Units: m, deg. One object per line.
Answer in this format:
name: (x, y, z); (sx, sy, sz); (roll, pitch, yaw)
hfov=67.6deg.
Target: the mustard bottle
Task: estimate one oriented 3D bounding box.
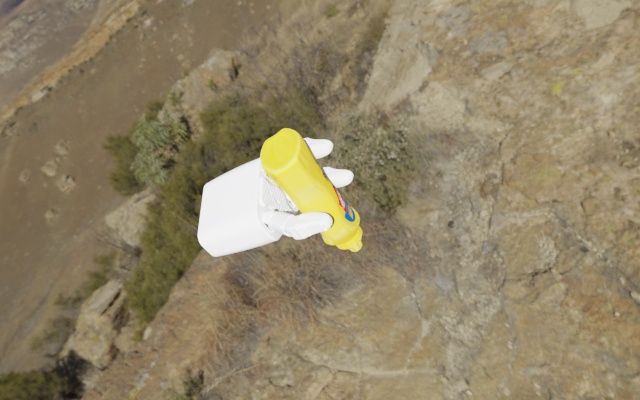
mustard bottle: (0.000, 0.002, 0.611); (0.058, 0.192, 0.096); (-34, 33, 6)
